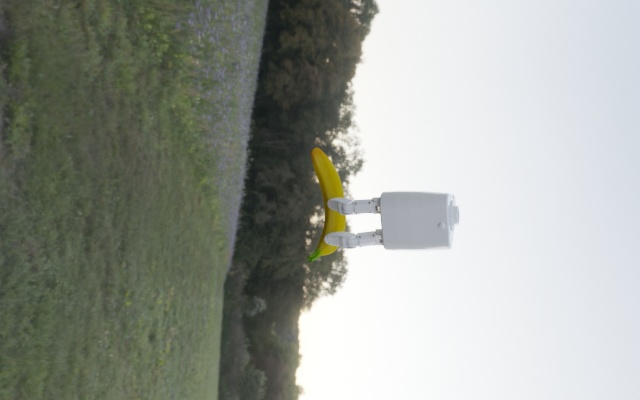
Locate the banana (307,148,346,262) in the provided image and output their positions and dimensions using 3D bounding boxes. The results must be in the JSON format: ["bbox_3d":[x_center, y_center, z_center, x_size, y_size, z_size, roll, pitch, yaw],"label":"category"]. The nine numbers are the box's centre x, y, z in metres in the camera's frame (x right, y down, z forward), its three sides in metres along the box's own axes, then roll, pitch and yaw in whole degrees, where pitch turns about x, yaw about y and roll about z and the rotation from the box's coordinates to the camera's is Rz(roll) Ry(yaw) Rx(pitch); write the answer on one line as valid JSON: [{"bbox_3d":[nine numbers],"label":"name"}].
[{"bbox_3d":[0.014,0.008,0.832,0.069,0.197,0.037,7,-10,-42],"label":"banana"}]
